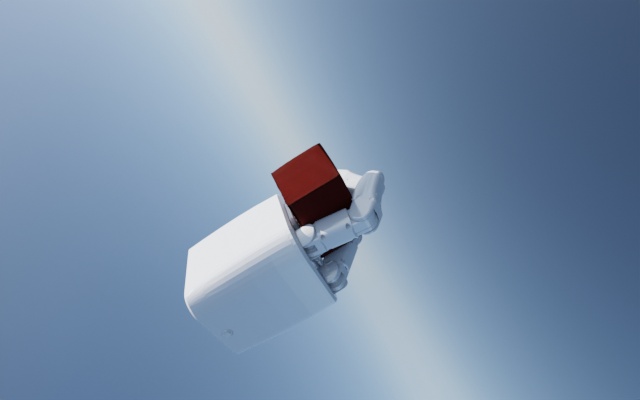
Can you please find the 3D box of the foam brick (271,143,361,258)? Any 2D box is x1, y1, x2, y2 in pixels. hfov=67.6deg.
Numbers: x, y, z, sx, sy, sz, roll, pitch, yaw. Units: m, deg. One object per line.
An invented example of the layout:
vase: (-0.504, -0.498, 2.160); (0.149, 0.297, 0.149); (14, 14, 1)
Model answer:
foam brick: (0.000, 0.001, 0.422); (0.051, 0.078, 0.053); (-30, 42, 0)
